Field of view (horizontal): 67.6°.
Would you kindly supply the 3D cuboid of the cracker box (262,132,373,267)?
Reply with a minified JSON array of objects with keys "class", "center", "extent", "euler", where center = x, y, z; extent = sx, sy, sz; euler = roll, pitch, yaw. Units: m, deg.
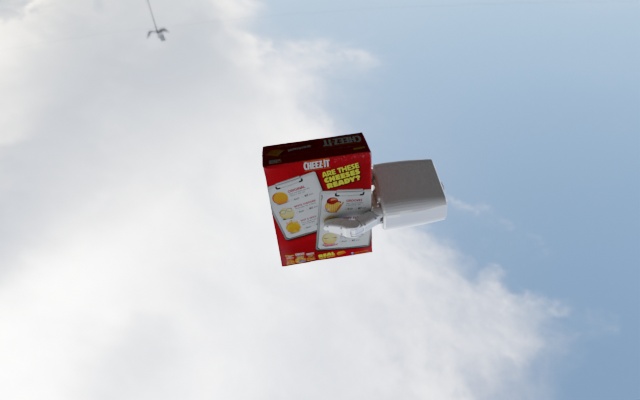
[{"class":"cracker box","center":[0.000,0.003,0.790],"extent":[0.164,0.214,0.072],"euler":[-9,38,-3]}]
